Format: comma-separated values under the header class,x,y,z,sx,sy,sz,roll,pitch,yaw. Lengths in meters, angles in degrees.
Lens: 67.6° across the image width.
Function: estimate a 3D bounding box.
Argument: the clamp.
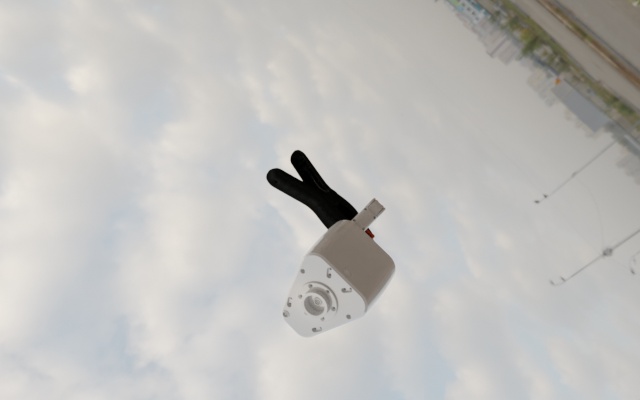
class,x,y,z,sx,sy,sz,roll,pitch,yaw
clamp,0.000,0.003,0.650,0.039,0.171,0.120,-49,-7,29
